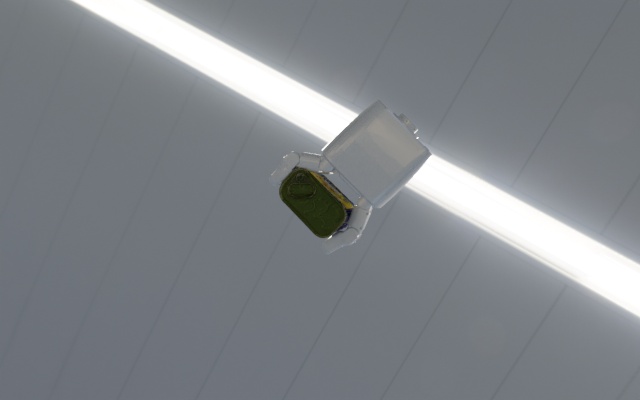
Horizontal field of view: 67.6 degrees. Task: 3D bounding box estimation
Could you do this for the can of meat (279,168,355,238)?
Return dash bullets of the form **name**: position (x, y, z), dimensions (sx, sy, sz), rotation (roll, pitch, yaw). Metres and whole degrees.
- **can of meat**: position (0.000, 0.002, 0.695), dimensions (0.102, 0.057, 0.084), rotation (45, 14, 11)
